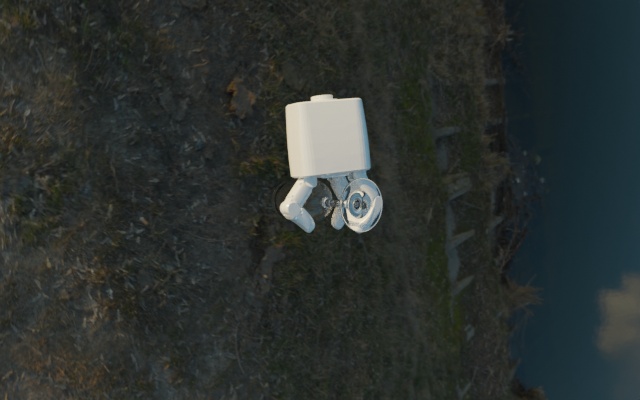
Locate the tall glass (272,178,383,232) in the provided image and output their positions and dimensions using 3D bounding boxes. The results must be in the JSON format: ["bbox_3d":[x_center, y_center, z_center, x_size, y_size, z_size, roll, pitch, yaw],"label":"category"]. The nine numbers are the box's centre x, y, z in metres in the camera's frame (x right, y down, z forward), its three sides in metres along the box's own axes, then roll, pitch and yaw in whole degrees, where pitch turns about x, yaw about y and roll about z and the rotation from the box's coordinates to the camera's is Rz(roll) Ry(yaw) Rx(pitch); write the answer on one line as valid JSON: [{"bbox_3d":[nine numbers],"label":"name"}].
[{"bbox_3d":[0.000,0.003,0.728,0.079,0.079,0.201,0,2,-35],"label":"tall glass"}]
